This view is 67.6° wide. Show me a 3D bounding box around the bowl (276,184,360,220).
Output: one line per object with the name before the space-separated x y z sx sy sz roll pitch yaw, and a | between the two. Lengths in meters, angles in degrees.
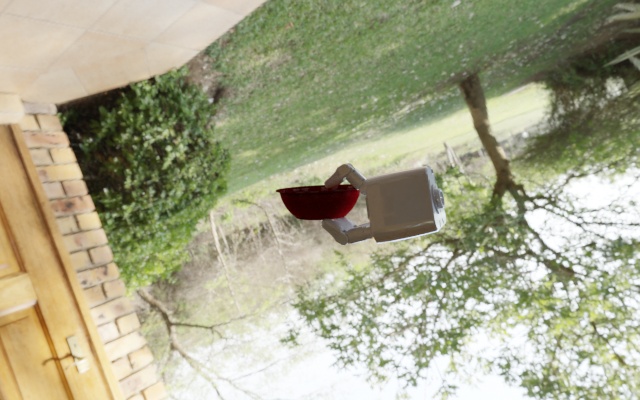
bowl | -0.001 0.003 0.870 0.162 0.055 0.162 -3 6 0
